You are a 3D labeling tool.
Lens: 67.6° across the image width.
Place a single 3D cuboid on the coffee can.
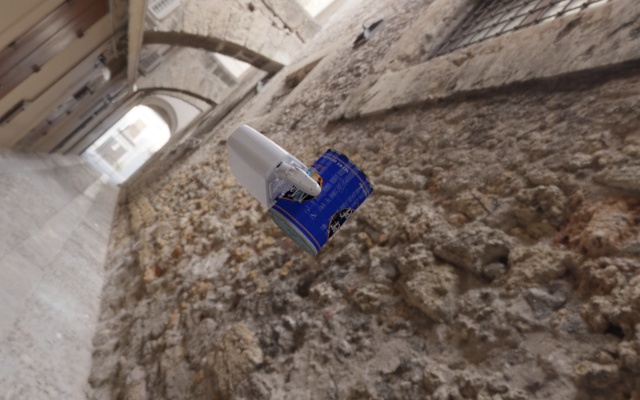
[{"bbox_3d":[0.000,0.003,0.759,0.103,0.140,0.103,41,-13,11],"label":"coffee can"}]
